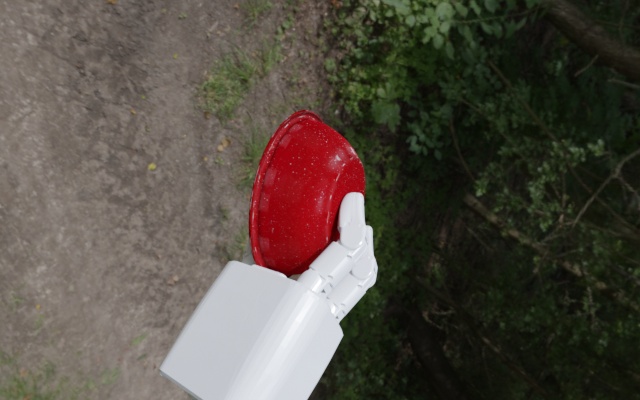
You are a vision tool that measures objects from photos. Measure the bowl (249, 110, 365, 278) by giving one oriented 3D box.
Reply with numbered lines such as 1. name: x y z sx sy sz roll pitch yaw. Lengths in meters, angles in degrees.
1. bowl: 0.001 0.000 0.439 0.055 0.162 0.162 11 4 22
